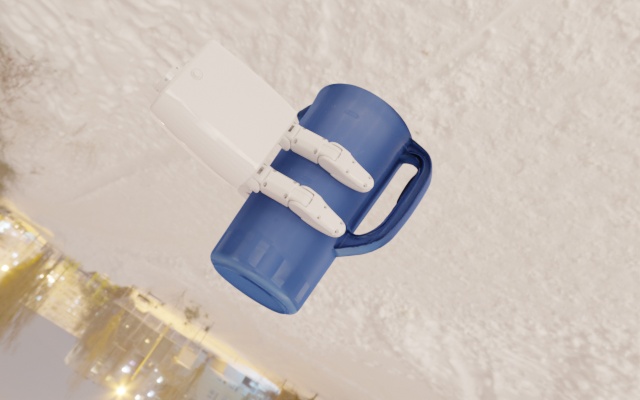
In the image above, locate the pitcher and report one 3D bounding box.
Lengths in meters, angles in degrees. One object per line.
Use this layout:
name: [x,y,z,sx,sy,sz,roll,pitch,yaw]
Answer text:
pitcher: [0.000,0.002,0.523,0.145,0.242,0.149,42,-23,-18]
